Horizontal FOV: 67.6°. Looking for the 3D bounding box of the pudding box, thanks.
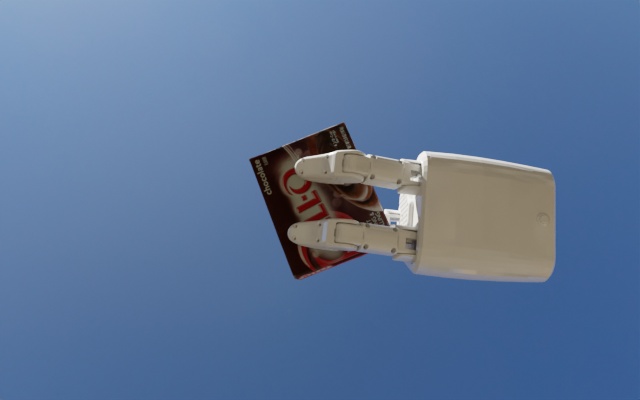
[{"bbox_3d":[0.000,0.001,0.416,0.090,0.113,0.039,-22,-13,-4],"label":"pudding box"}]
